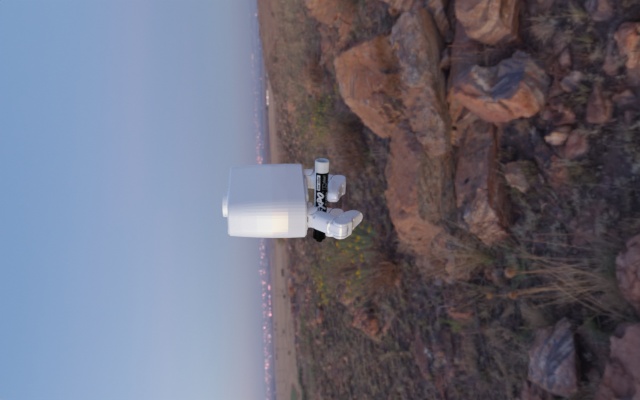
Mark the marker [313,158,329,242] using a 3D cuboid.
[{"bbox_3d":[0.000,0.002,0.653,0.020,0.121,0.020,2,24,-1],"label":"marker"}]
